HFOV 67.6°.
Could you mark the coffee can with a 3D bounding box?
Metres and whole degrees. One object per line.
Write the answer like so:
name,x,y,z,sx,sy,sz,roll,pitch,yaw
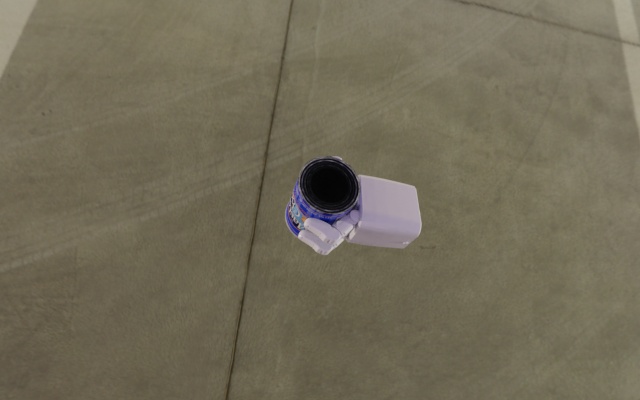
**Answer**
coffee can,0.000,0.003,0.815,0.103,0.102,0.140,0,-24,-13
